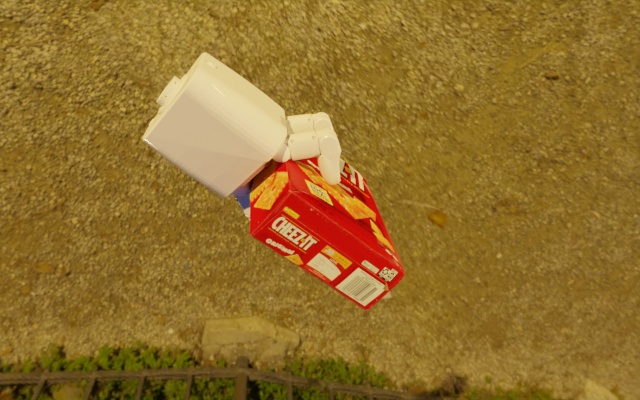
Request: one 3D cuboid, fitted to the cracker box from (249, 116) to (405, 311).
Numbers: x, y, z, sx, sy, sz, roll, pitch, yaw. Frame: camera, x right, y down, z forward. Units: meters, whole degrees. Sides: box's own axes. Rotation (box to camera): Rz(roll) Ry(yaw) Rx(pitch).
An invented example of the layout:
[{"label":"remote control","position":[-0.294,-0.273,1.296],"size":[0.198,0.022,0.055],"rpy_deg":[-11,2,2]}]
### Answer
[{"label":"cracker box","position":[0.000,0.002,0.559],"size":[0.164,0.072,0.213],"rpy_deg":[36,20,-25]}]
